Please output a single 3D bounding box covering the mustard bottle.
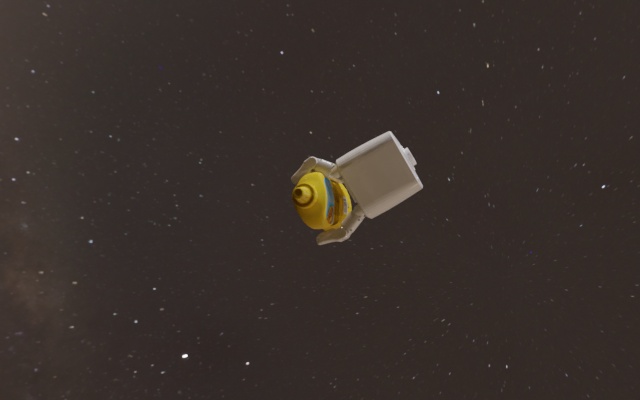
[{"bbox_3d":[0.000,0.003,0.827,0.058,0.096,0.192,-6,-10,20],"label":"mustard bottle"}]
